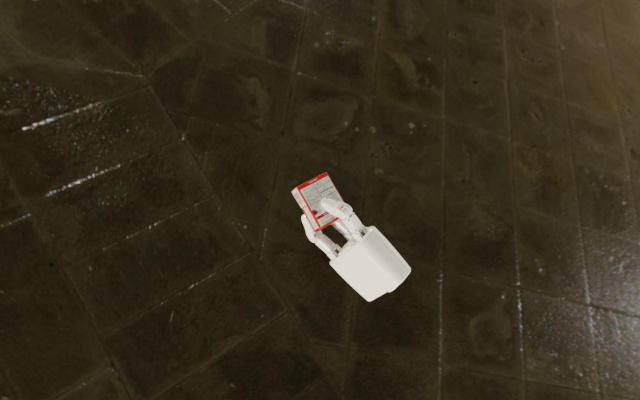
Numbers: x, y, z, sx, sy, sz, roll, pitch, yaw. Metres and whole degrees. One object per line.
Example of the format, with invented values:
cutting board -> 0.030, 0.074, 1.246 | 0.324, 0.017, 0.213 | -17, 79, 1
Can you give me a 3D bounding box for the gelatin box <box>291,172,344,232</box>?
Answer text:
gelatin box -> 0.000, 0.002, 0.878 | 0.073, 0.089, 0.030 | -29, -2, -31
